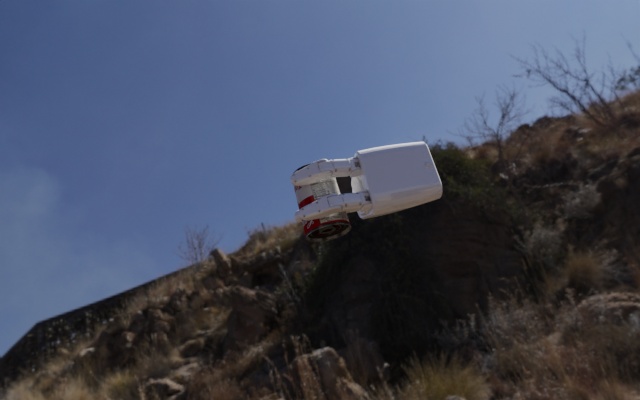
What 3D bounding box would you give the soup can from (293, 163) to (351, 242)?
[{"bbox_3d":[0.000,0.002,0.708,0.068,0.102,0.068,-13,-21,-5],"label":"soup can"}]
